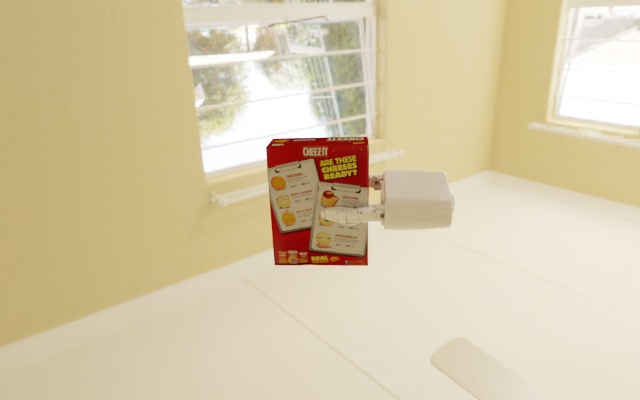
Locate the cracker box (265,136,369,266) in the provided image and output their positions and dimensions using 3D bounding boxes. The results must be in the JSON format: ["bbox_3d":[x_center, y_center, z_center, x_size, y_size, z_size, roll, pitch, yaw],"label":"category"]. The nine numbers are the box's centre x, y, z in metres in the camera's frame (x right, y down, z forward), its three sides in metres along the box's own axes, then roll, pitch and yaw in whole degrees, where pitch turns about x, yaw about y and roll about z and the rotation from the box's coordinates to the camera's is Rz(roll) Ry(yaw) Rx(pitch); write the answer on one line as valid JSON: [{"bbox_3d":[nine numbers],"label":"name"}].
[{"bbox_3d":[0.000,0.003,0.805,0.164,0.214,0.072,0,21,4],"label":"cracker box"}]
